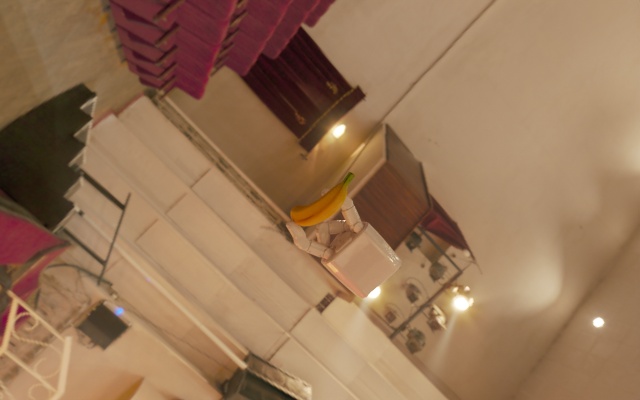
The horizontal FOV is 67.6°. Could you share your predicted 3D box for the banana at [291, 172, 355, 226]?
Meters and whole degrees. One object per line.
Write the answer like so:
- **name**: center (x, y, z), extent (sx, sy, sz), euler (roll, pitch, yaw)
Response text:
- **banana**: center (-0.007, 0.014, 0.843), extent (0.198, 0.037, 0.069), euler (-29, 19, 51)
